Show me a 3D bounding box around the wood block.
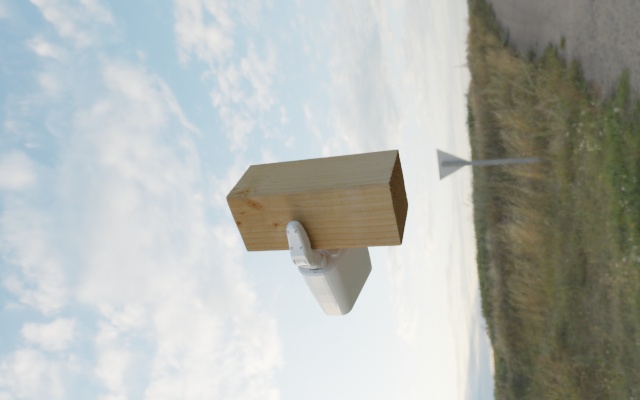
[{"bbox_3d":[0.000,0.003,0.612,0.206,0.090,0.090,-5,31,19],"label":"wood block"}]
